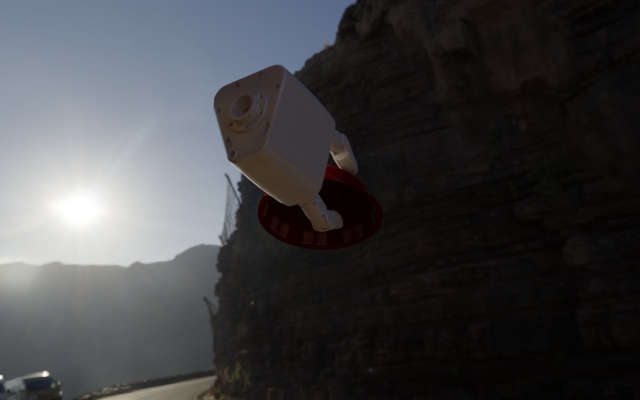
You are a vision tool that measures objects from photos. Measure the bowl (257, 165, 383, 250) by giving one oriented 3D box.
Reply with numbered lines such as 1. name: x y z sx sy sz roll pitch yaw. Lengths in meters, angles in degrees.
1. bowl: 0.000 0.002 0.631 0.162 0.055 0.162 2 -37 1
